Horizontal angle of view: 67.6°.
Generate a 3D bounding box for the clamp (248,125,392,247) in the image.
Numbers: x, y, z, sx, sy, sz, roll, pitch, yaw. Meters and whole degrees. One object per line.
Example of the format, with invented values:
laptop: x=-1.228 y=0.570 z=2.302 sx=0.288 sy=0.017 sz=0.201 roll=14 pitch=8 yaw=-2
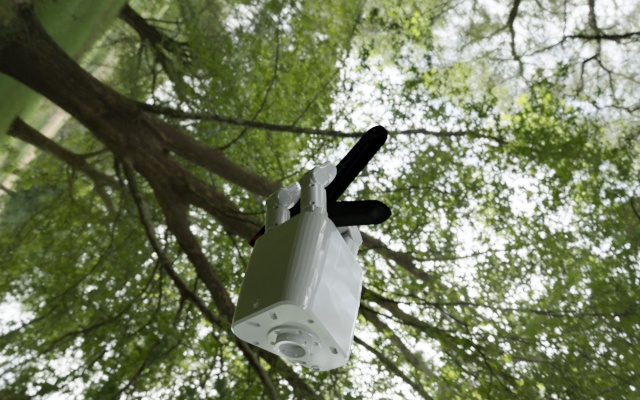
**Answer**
clamp: x=0.000 y=0.003 z=0.554 sx=0.210 sy=0.164 sz=0.036 roll=-30 pitch=-62 yaw=33
